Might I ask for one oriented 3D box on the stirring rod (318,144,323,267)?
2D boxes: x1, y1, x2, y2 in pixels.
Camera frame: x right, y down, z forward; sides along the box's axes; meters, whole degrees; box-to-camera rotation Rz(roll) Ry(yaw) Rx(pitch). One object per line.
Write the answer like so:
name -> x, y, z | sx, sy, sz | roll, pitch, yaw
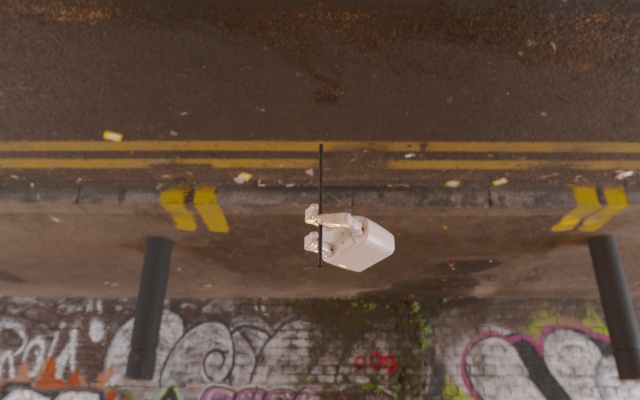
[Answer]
stirring rod -> 0.000, 0.003, 0.866 | 0.011, 0.239, 0.011 | 0, -24, 0
